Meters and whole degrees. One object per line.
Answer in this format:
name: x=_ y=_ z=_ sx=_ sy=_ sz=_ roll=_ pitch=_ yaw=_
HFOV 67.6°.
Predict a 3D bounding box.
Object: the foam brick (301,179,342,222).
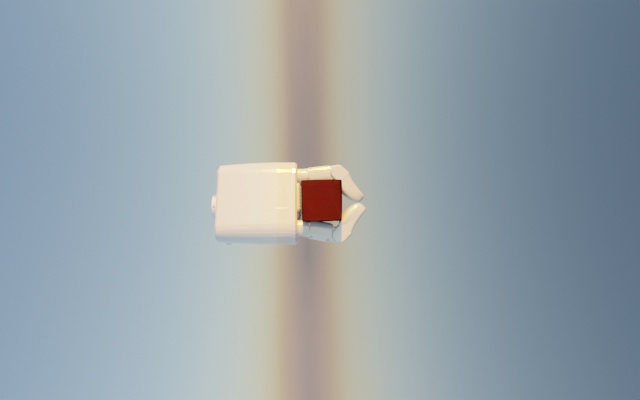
foam brick: x=0.000 y=0.002 z=0.628 sx=0.051 sy=0.053 sz=0.078 roll=0 pitch=-4 yaw=-2
